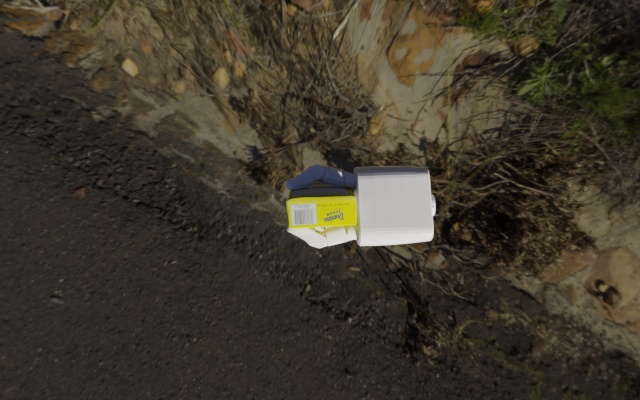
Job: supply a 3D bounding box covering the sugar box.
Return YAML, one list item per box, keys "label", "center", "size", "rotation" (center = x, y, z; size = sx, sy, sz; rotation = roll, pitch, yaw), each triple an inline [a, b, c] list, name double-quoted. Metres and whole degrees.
- label: "sugar box"
  center: [0.000, 0.003, 0.706]
  size: [0.093, 0.048, 0.176]
  rotation: [-2, 7, 0]
